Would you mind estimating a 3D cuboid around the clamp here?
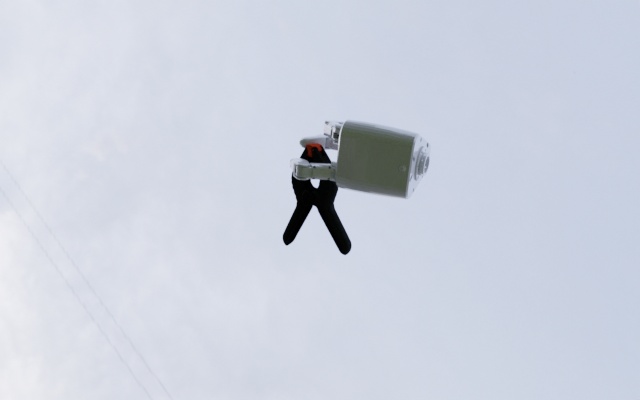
[{"bbox_3d":[0.000,0.002,0.726,0.120,0.171,0.039,13,19,22],"label":"clamp"}]
